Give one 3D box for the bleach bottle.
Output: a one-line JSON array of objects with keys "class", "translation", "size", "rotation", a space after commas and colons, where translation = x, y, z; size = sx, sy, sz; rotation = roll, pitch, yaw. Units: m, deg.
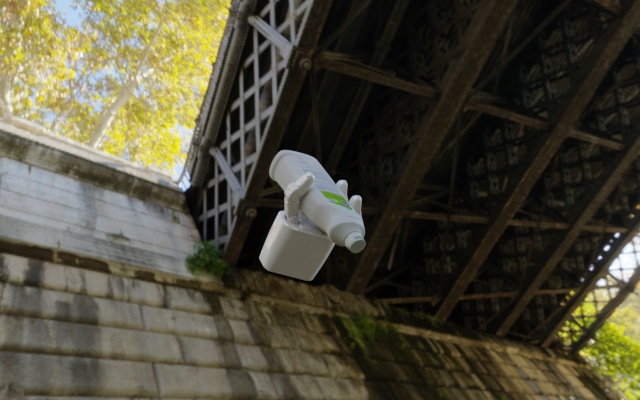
[{"class": "bleach bottle", "translation": [0.000, 0.003, 0.849], "size": [0.102, 0.068, 0.250], "rotation": [9, 29, -36]}]
